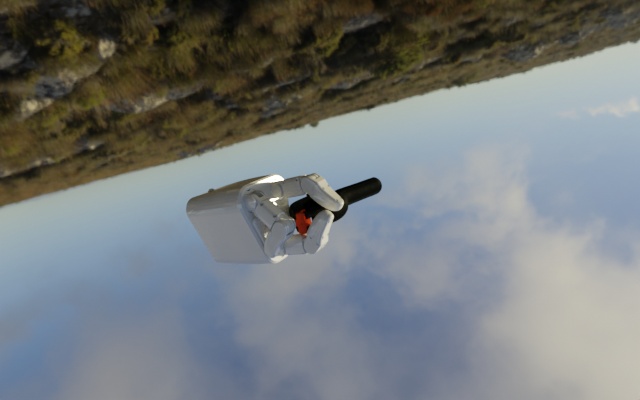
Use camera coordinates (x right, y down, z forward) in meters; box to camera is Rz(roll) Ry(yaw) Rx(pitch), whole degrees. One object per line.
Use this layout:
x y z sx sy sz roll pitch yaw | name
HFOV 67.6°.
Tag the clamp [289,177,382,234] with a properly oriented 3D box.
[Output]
0.000 0.003 0.666 0.120 0.039 0.171 -7 12 35 | clamp
